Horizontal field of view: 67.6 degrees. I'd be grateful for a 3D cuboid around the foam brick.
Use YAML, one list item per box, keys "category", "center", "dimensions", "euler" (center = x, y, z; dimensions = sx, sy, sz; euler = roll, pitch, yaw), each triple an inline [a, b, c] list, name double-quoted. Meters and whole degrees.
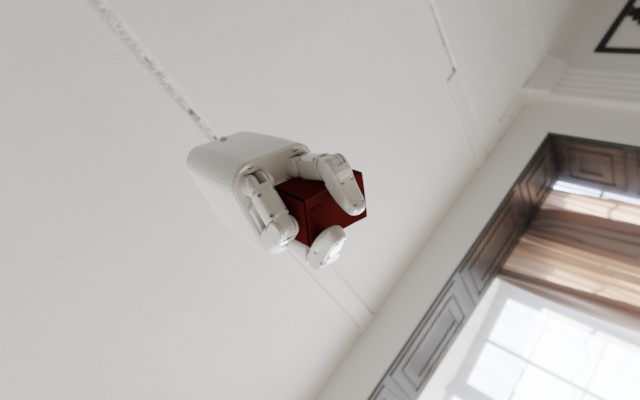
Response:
- category: "foam brick"
  center: [0.000, 0.002, 0.476]
  dimensions: [0.078, 0.053, 0.051]
  euler: [-25, 31, -34]
